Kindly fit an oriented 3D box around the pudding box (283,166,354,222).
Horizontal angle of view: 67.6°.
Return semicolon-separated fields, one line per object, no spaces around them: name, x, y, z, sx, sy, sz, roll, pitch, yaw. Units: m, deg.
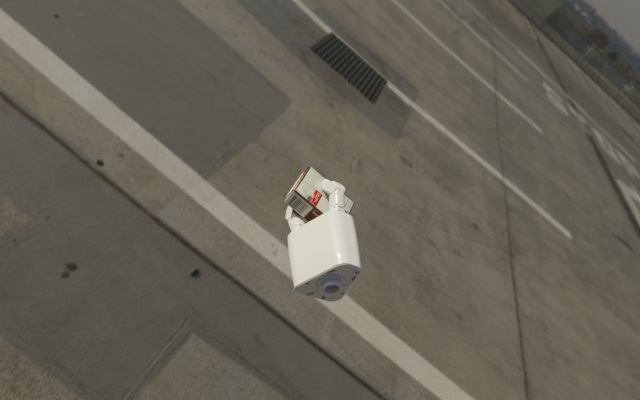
pudding box;0.000;0.003;0.858;0.039;0.113;0.090;-43;11;36
